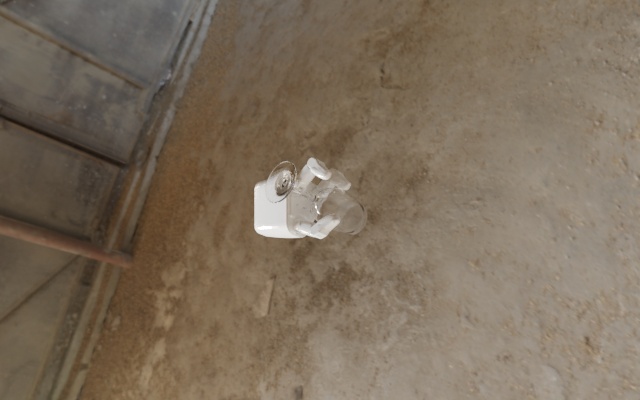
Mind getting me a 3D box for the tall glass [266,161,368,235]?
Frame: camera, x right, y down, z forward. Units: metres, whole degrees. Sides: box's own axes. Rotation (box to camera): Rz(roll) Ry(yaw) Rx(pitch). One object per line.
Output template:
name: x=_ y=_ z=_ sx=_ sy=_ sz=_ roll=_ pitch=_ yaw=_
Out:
tall glass: x=0.000 y=0.003 z=0.859 sx=0.079 sy=0.079 sz=0.201 roll=0 pitch=-20 yaw=46
